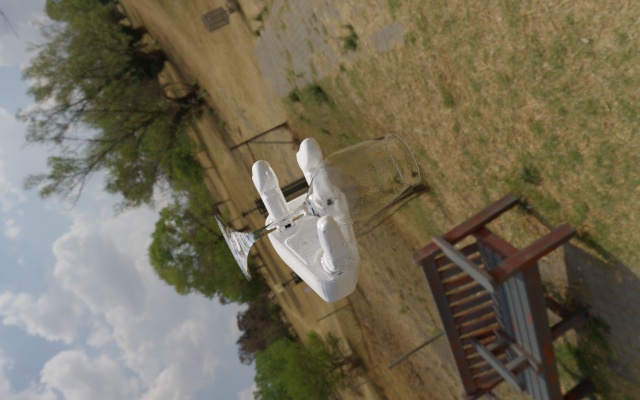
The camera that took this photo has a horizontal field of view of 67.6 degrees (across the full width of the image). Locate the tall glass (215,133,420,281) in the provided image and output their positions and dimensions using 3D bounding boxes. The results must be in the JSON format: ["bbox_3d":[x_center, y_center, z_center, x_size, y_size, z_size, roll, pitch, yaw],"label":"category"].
[{"bbox_3d":[-0.001,0.002,0.489,0.201,0.079,0.079,-27,4,-9],"label":"tall glass"}]
